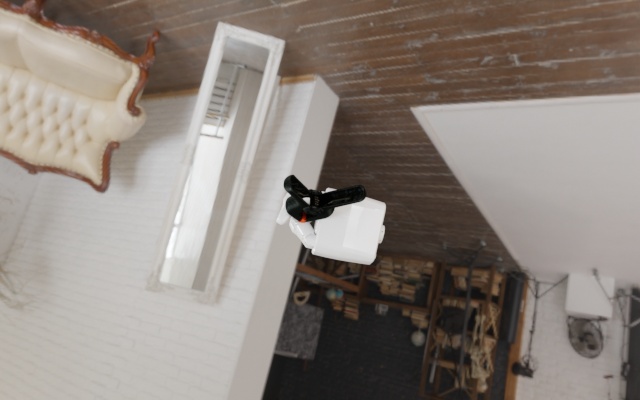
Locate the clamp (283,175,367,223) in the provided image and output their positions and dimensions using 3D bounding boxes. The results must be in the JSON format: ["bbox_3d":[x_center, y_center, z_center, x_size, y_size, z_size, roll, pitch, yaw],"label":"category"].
[{"bbox_3d":[0.000,0.003,0.738,0.120,0.039,0.171,11,-16,-3],"label":"clamp"}]
